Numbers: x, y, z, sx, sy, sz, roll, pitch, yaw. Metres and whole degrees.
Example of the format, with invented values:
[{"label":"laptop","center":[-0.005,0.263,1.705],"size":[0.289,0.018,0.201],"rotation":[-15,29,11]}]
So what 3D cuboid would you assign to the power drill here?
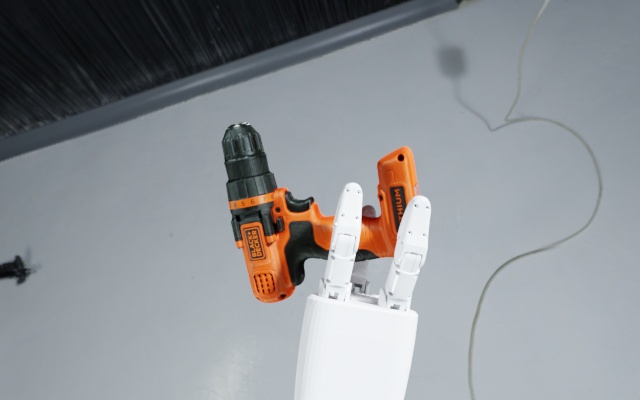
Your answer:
[{"label":"power drill","center":[0.001,0.002,0.464],"size":[0.187,0.184,0.057],"rotation":[-10,8,18]}]
